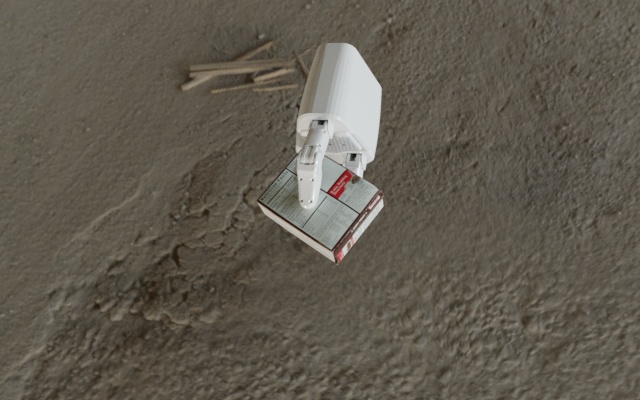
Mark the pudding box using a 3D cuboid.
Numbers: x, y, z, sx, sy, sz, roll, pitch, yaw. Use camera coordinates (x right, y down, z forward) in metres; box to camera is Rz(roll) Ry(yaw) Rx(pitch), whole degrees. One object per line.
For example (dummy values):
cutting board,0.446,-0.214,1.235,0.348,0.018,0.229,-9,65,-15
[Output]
pudding box,0.000,0.002,0.526,0.113,0.090,0.039,32,-15,26
